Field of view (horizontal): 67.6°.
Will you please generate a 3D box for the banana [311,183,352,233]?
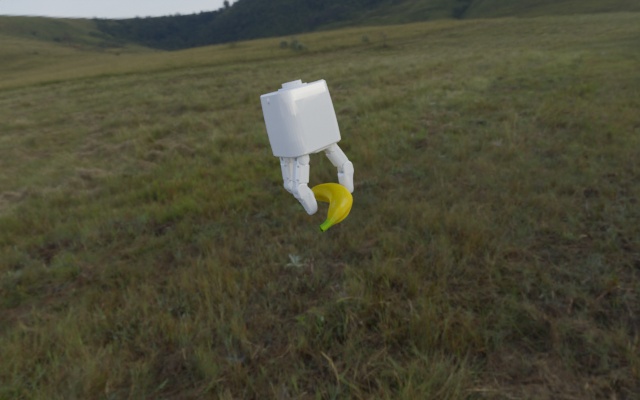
[{"bbox_3d":[0.018,-0.002,0.826,0.069,0.037,0.197,-18,17,0],"label":"banana"}]
